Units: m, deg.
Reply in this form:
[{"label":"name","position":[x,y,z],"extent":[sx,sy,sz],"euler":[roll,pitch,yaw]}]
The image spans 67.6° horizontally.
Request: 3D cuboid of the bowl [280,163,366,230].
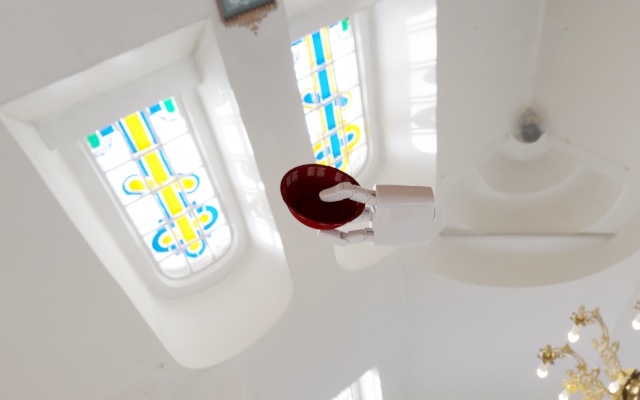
[{"label":"bowl","position":[-0.001,0.003,0.893],"extent":[0.162,0.055,0.162],"euler":[9,43,-8]}]
